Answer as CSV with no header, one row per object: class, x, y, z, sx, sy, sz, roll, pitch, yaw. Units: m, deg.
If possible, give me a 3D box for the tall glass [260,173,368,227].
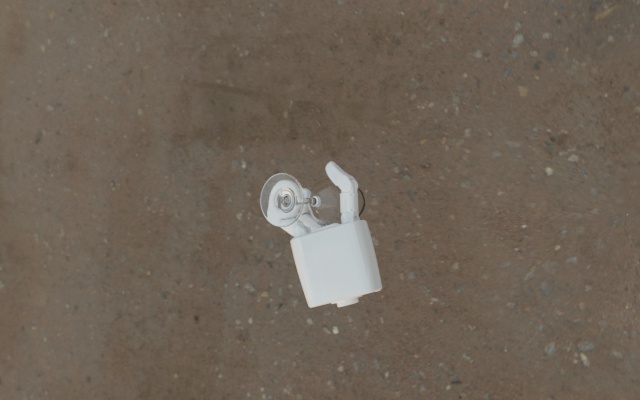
tall glass,0.000,0.002,0.735,0.079,0.079,0.201,0,-1,33
